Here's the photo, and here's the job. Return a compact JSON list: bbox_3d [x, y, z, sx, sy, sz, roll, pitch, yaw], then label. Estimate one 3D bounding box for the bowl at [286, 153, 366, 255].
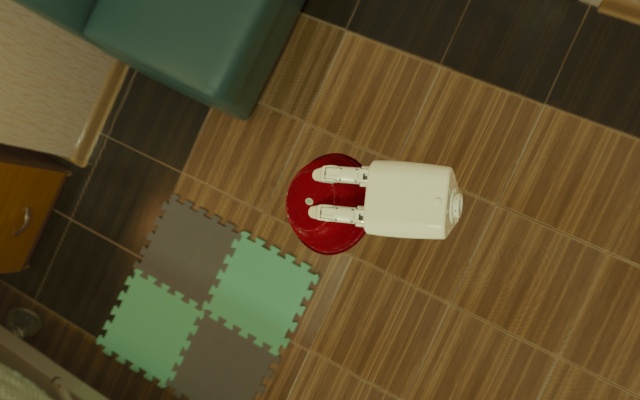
[{"bbox_3d":[-0.001,0.003,0.731,0.162,0.162,0.055,0,-6,36],"label":"bowl"}]
